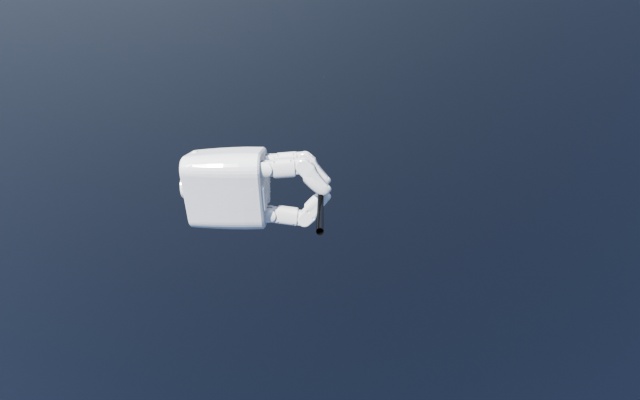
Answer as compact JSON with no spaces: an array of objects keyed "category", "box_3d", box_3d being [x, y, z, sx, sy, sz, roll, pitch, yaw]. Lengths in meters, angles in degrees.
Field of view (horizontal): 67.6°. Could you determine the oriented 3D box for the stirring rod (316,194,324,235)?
[{"category":"stirring rod","box_3d":[0.000,0.002,0.609,0.011,0.011,0.239,0,15,0]}]
